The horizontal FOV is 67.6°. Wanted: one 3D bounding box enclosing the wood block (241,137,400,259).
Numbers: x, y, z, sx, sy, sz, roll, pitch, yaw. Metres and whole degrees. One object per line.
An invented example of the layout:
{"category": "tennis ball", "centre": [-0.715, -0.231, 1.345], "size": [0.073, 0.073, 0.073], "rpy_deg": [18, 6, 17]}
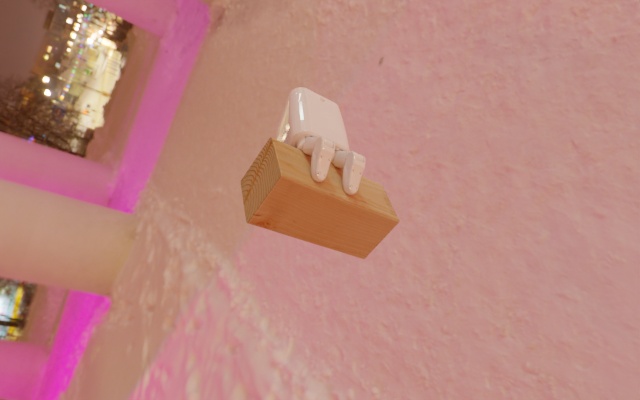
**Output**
{"category": "wood block", "centre": [0.000, 0.002, 0.691], "size": [0.206, 0.091, 0.090], "rpy_deg": [20, 33, -31]}
